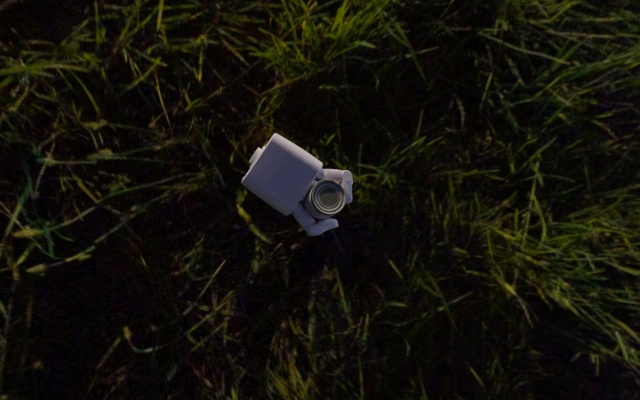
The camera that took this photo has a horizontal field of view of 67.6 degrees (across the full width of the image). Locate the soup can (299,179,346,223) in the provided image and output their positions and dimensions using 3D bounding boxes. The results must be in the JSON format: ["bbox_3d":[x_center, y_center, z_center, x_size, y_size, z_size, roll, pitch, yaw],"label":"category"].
[{"bbox_3d":[0.001,0.003,0.892,0.068,0.068,0.102,0,-11,-18],"label":"soup can"}]
